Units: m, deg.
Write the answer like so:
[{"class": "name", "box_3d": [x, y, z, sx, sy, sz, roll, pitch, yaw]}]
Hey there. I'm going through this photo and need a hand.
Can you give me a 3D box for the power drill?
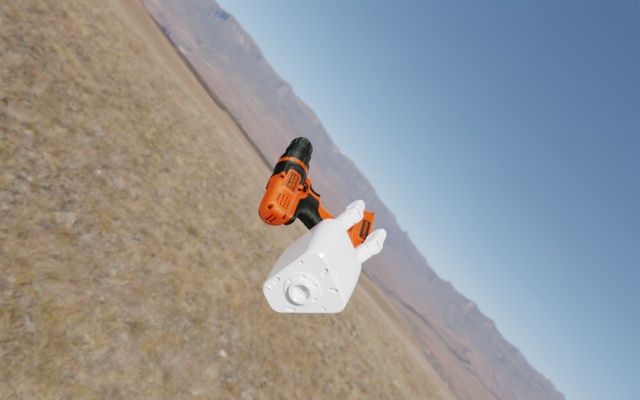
[{"class": "power drill", "box_3d": [0.000, 0.003, 0.768, 0.188, 0.184, 0.057, 36, -44, -17]}]
